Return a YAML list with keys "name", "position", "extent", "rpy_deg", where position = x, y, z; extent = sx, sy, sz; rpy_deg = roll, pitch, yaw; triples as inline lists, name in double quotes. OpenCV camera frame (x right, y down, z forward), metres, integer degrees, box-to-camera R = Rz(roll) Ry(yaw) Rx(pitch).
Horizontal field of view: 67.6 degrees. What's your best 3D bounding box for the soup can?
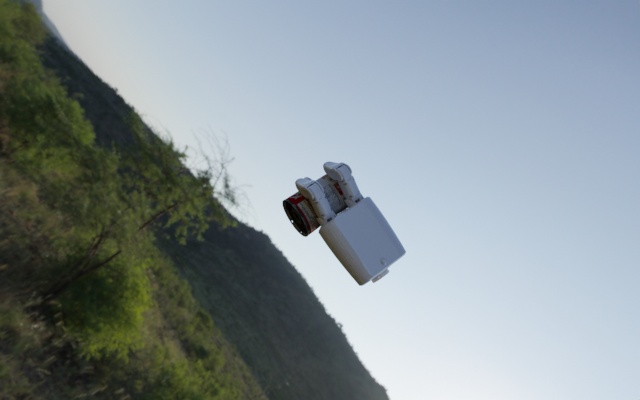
- name: "soup can"
  position: [0.000, 0.002, 0.759]
  extent: [0.102, 0.068, 0.068]
  rpy_deg: [-33, 12, -19]
